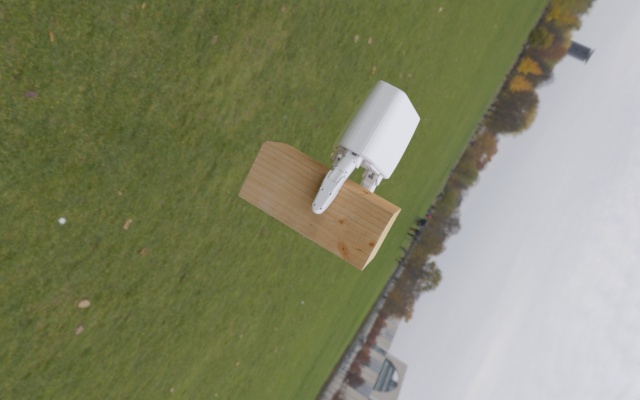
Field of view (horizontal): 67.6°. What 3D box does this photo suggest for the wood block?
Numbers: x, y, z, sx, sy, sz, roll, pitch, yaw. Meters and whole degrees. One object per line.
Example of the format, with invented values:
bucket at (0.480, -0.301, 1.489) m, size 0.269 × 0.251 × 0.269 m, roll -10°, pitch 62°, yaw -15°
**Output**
wood block at (0.000, 0.002, 0.691) m, size 0.206 × 0.090 × 0.091 m, roll 30°, pitch 12°, yaw 12°
